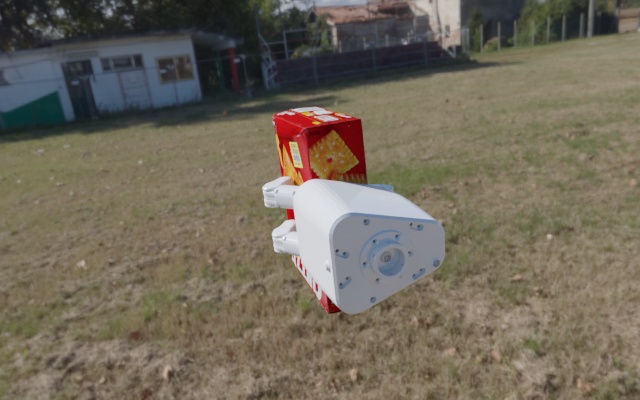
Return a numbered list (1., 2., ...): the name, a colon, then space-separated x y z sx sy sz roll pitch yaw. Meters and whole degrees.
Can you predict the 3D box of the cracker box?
1. cracker box: 0.000 0.002 0.579 0.072 0.214 0.164 -11 18 -15
